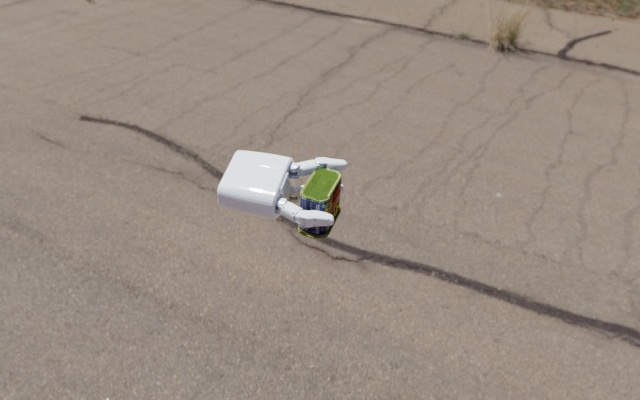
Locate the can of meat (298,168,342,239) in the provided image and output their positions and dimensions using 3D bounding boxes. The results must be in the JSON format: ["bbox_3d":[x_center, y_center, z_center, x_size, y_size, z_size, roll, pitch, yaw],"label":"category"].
[{"bbox_3d":[0.000,0.003,0.840,0.057,0.084,0.102,14,39,15],"label":"can of meat"}]
